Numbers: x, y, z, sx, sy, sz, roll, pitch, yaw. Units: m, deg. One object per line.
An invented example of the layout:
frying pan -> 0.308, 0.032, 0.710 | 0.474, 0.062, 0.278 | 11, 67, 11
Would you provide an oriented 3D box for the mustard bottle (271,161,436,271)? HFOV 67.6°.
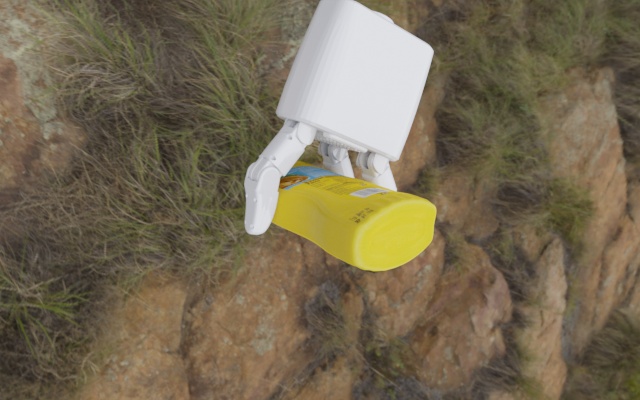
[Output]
mustard bottle -> 0.000, 0.002, 0.430 | 0.096, 0.058, 0.191 | -13, 24, -39
